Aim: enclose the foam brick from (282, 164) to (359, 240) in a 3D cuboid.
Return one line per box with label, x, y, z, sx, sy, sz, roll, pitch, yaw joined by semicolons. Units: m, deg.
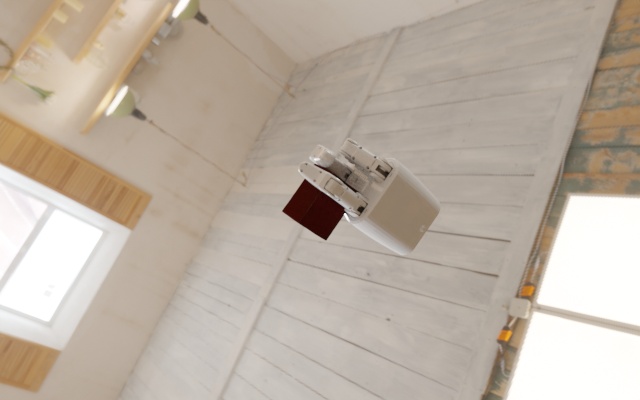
foam brick;0.000;0.002;0.614;0.051;0.078;0.053;36;-1;-34
